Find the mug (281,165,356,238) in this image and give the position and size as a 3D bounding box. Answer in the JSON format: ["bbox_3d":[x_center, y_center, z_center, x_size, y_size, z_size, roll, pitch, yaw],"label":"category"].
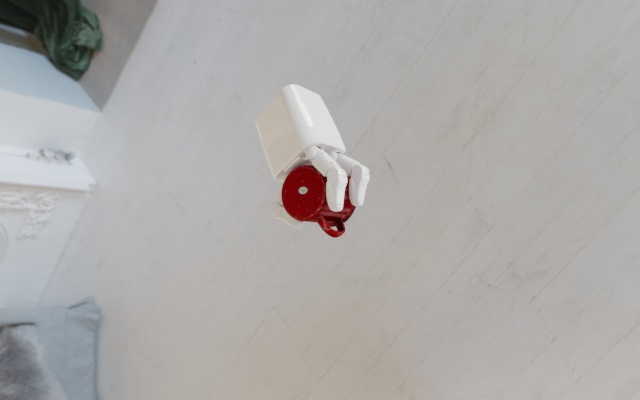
[{"bbox_3d":[0.000,0.004,0.708,0.093,0.117,0.081,-32,-21,27],"label":"mug"}]
